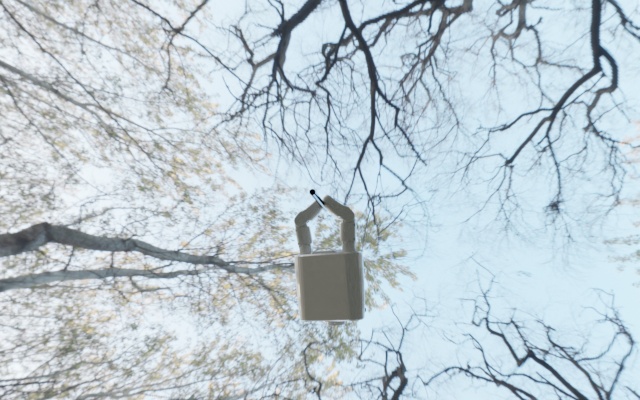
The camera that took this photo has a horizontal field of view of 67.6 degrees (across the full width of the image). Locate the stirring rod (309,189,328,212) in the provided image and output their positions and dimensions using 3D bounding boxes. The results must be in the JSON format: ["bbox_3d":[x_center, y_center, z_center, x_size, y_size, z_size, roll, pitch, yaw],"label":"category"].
[{"bbox_3d":[0.000,0.002,0.728,0.011,0.011,0.239,0,-6,5],"label":"stirring rod"}]
